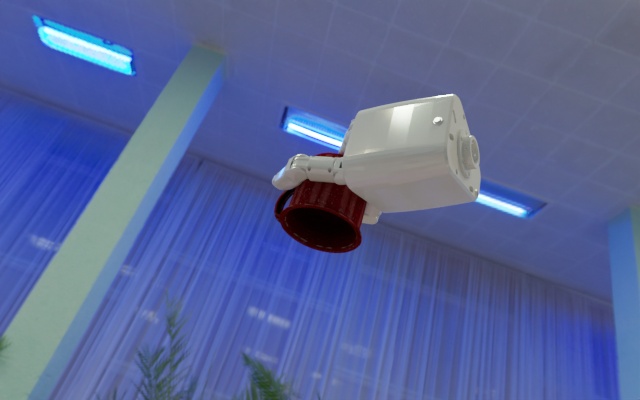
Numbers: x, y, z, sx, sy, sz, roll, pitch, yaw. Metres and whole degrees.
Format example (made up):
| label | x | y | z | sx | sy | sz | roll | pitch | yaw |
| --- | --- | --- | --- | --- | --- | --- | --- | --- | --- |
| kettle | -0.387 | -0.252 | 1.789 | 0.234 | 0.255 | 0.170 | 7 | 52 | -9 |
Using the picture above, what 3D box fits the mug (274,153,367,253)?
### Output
| label | x | y | z | sx | sy | sz | roll | pitch | yaw |
| --- | --- | --- | --- | --- | --- | --- | --- | --- | --- |
| mug | -0.001 | 0.002 | 0.546 | 0.117 | 0.081 | 0.093 | -5 | -40 | 32 |
